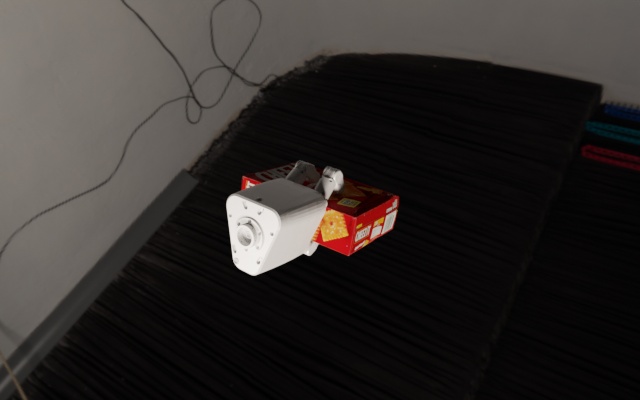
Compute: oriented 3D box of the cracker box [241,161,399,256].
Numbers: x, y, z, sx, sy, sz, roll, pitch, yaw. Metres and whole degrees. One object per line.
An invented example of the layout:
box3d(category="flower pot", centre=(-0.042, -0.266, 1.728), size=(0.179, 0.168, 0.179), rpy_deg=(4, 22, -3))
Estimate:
box3d(category="cracker box", centre=(0.000, 0.003, 0.790), size=(0.213, 0.072, 0.164), rpy_deg=(21, 22, 27))
